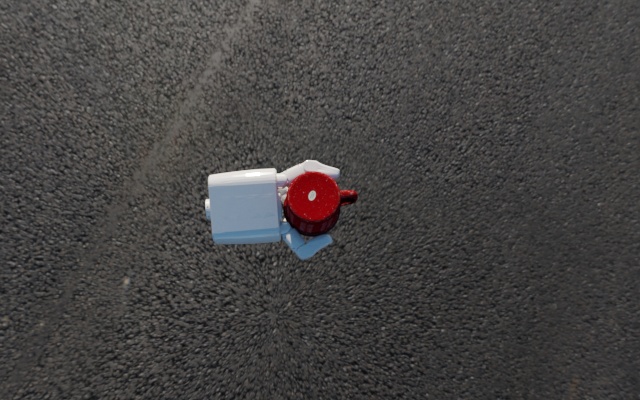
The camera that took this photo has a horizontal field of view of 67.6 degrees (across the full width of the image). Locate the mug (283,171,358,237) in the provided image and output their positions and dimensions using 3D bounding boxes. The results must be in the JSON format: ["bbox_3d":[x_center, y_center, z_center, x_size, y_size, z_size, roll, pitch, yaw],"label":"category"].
[{"bbox_3d":[0.002,0.002,0.735,0.117,0.093,0.081,-6,-13,-5],"label":"mug"}]
